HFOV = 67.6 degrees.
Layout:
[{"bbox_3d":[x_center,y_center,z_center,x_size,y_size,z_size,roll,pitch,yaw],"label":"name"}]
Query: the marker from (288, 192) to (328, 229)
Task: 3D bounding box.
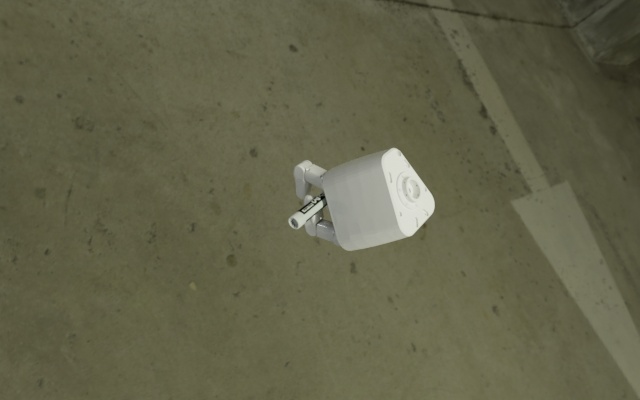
[{"bbox_3d":[0.000,0.002,0.653,0.020,0.020,0.121,0,26,40],"label":"marker"}]
